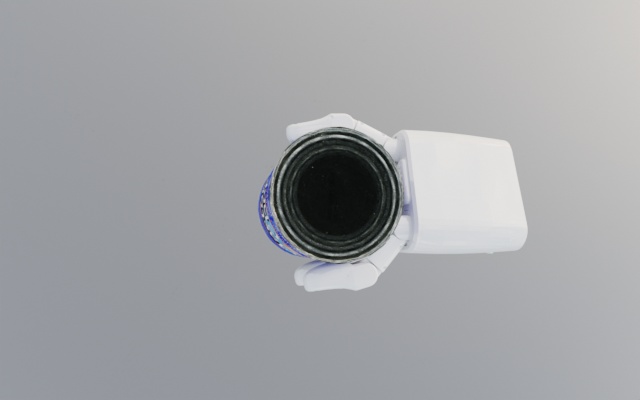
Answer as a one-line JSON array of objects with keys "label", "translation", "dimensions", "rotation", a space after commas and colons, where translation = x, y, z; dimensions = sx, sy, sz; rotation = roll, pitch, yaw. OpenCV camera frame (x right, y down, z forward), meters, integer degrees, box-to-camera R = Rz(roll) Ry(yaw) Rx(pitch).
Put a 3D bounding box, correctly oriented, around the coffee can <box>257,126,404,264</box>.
[{"label": "coffee can", "translation": [0.000, 0.001, 0.420], "dimensions": [0.103, 0.103, 0.140], "rotation": [0, -5, -11]}]
